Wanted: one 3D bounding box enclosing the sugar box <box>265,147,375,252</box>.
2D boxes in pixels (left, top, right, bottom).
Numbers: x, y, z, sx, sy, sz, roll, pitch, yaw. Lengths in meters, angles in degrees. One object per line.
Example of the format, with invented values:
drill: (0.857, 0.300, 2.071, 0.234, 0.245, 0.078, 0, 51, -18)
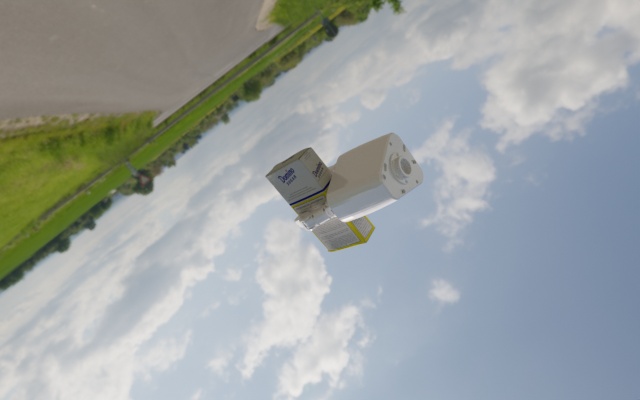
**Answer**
sugar box: (0.001, 0.002, 0.780, 0.093, 0.176, 0.048, -22, 21, 45)
